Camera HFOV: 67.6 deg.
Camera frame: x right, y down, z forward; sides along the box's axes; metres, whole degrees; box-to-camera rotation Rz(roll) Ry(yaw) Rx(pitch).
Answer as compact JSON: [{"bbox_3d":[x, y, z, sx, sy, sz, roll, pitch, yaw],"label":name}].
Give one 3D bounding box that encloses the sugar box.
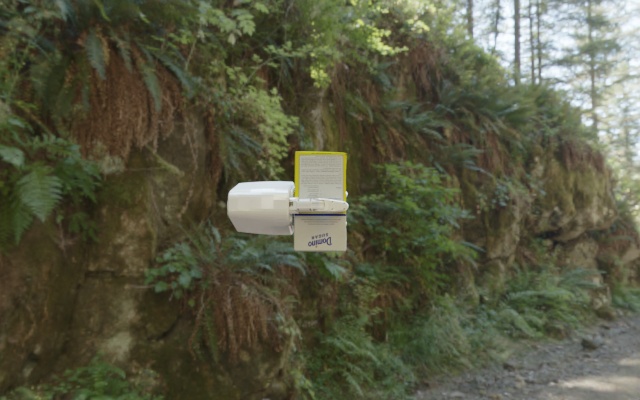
[{"bbox_3d":[0.000,0.003,0.850,0.093,0.176,0.048,1,-4,1],"label":"sugar box"}]
